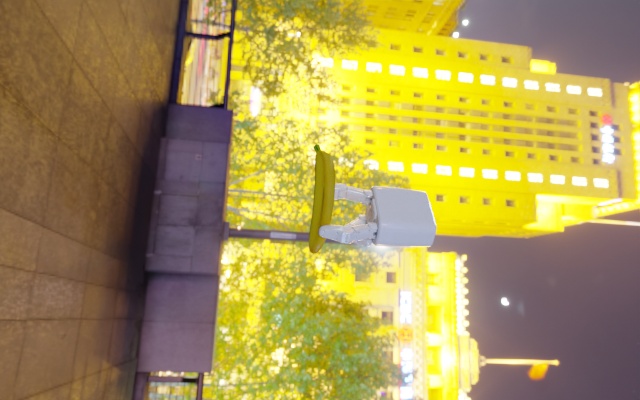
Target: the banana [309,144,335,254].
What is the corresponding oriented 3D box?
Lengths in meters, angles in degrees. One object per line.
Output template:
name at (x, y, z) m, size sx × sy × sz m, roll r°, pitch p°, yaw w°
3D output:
banana at (0.003, 0.001, 0.835) m, size 0.037 × 0.198 × 0.069 m, roll 4°, pitch 4°, yaw -8°
